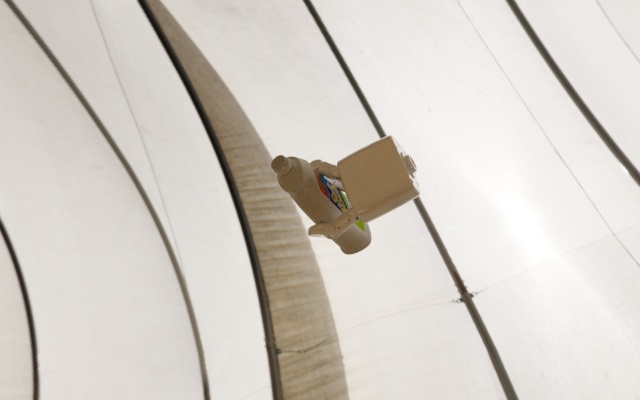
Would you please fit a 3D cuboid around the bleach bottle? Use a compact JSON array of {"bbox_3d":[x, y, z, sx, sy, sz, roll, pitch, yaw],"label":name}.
[{"bbox_3d":[0.000,0.003,0.839,0.068,0.102,0.251,-28,-40,19],"label":"bleach bottle"}]
